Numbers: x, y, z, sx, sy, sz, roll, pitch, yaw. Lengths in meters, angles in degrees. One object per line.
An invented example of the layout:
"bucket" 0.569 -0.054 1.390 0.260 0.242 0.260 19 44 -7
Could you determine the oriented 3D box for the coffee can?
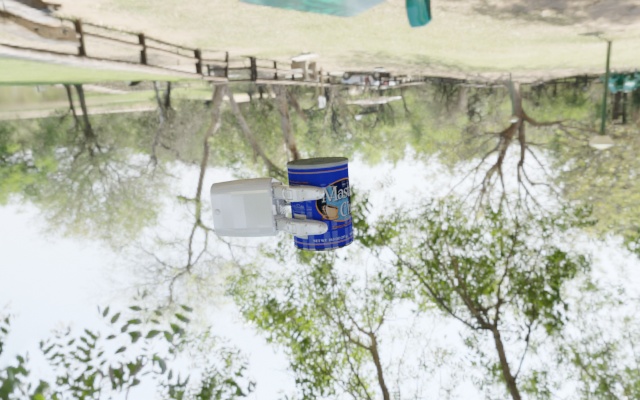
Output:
"coffee can" 0.000 0.002 0.795 0.103 0.140 0.103 -4 11 1
